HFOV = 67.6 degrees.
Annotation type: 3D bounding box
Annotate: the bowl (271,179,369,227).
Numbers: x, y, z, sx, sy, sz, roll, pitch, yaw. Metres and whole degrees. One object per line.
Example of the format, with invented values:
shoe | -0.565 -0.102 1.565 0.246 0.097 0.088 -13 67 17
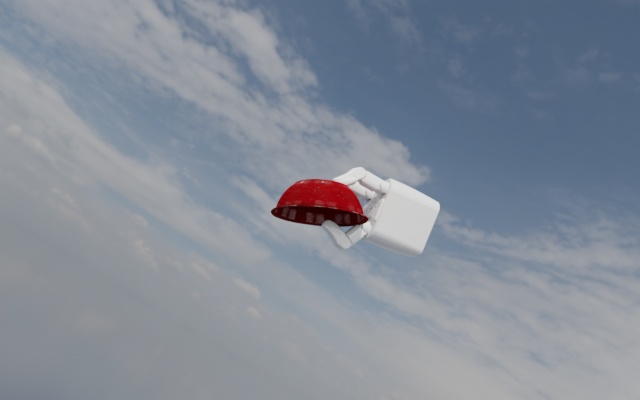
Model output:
bowl | -0.001 0.002 0.792 0.162 0.055 0.162 4 -13 1
